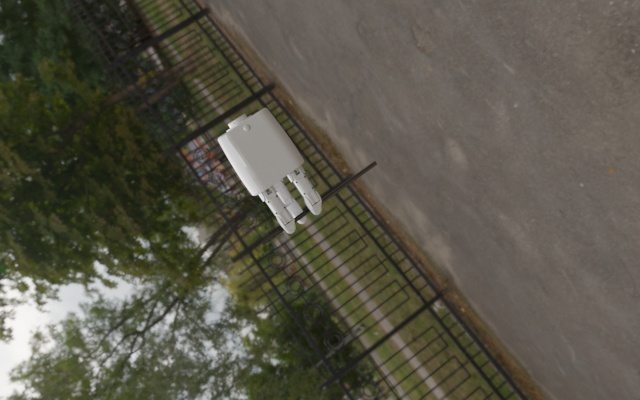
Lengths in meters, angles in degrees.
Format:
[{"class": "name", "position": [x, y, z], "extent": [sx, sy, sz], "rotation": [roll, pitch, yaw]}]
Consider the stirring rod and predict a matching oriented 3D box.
[{"class": "stirring rod", "position": [0.000, 0.003, 0.816], "extent": [0.239, 0.011, 0.011], "rotation": [-35, 7, -10]}]
